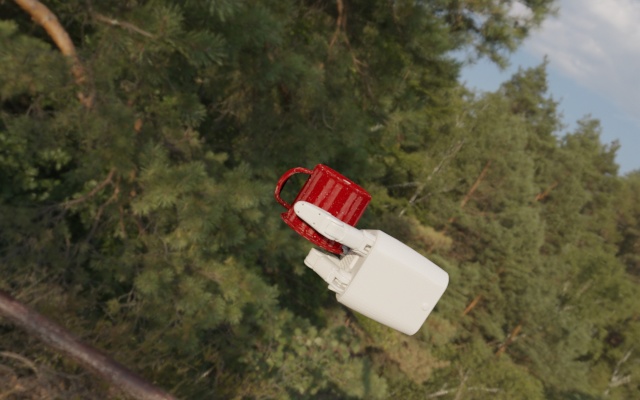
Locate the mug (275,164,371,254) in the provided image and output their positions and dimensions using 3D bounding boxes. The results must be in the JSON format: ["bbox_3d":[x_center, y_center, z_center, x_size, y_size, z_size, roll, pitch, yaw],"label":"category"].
[{"bbox_3d":[-0.001,0.001,0.596,0.117,0.081,0.093,30,7,-11],"label":"mug"}]
